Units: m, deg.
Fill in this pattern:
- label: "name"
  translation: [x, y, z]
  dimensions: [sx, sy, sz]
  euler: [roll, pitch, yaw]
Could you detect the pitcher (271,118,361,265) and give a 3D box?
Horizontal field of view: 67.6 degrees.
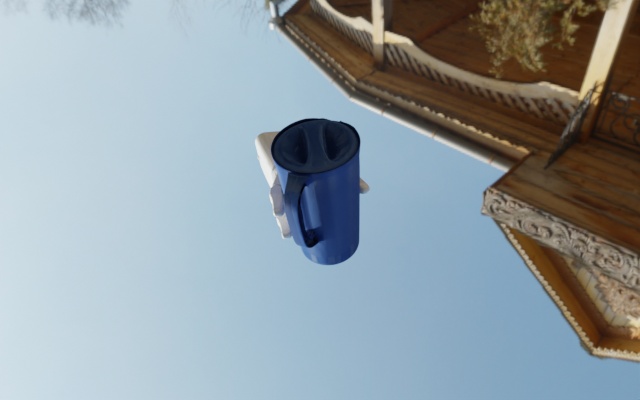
- label: "pitcher"
  translation: [0.000, 0.002, 0.777]
  dimensions: [0.149, 0.243, 0.145]
  euler: [-23, 46, -13]
